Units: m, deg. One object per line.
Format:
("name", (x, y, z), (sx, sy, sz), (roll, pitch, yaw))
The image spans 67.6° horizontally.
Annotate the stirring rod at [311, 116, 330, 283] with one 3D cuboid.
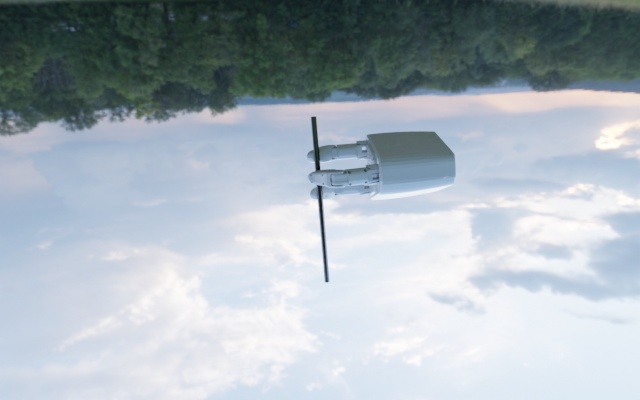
("stirring rod", (0.000, 0.002, 0.679), (0.011, 0.239, 0.011), (-5, 12, 1))
